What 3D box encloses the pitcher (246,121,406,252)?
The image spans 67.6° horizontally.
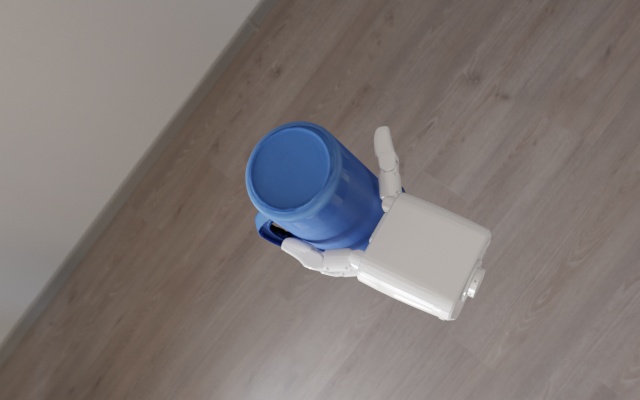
[{"bbox_3d":[0.000,0.002,0.587,0.145,0.149,0.243,24,-5,24],"label":"pitcher"}]
